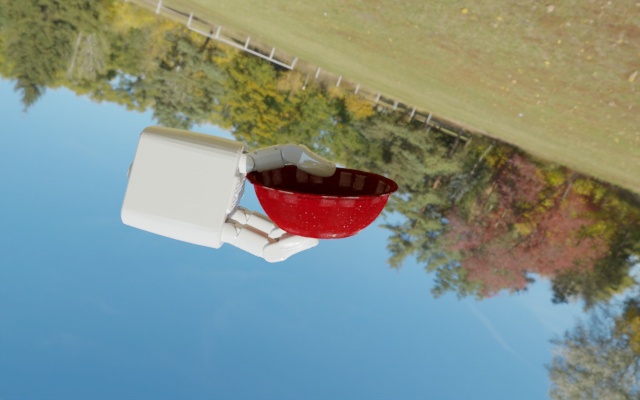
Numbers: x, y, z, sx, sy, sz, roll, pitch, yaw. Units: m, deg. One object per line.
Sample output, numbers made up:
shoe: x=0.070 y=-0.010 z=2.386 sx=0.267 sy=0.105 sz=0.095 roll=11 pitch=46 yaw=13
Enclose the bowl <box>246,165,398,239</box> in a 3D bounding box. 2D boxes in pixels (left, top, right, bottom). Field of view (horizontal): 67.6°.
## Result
bowl: x=0.001 y=0.002 z=0.514 sx=0.162 sy=0.055 sz=0.162 roll=4 pitch=14 yaw=-1
